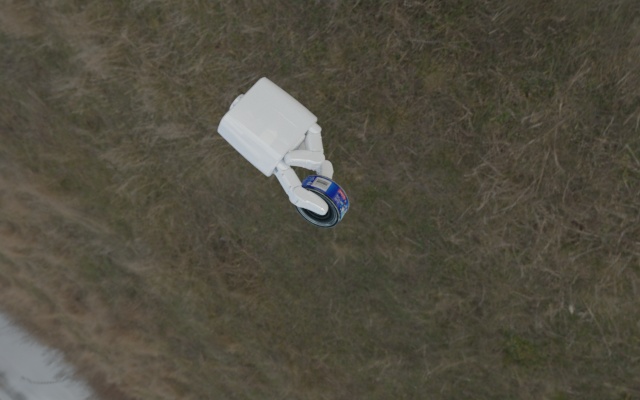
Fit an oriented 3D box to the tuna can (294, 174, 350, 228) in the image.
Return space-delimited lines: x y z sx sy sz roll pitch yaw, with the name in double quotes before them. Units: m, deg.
"tuna can" 0.000 0.003 0.751 0.086 0.086 0.033 0 41 37
